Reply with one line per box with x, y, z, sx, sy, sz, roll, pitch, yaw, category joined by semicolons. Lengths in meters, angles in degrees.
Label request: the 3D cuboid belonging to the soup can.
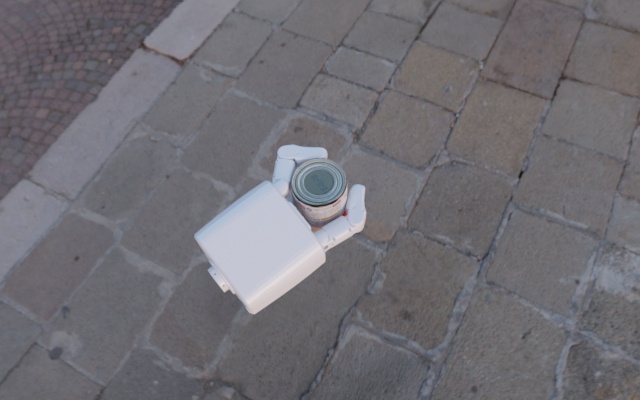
0.001;0.002;0.595;0.068;0.068;0.102;0;-30;3;soup can
